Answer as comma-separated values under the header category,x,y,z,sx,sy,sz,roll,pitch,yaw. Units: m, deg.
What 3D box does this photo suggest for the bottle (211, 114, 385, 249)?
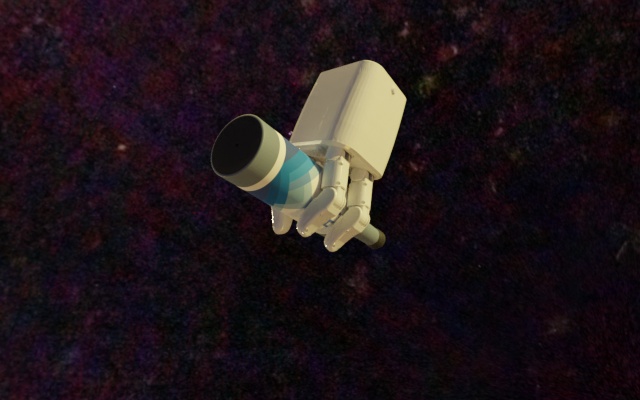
category,x,y,z,sx,sy,sz,roll,pitch,yaw
bottle,0.000,0.002,0.560,0.069,0.069,0.296,0,-22,35
